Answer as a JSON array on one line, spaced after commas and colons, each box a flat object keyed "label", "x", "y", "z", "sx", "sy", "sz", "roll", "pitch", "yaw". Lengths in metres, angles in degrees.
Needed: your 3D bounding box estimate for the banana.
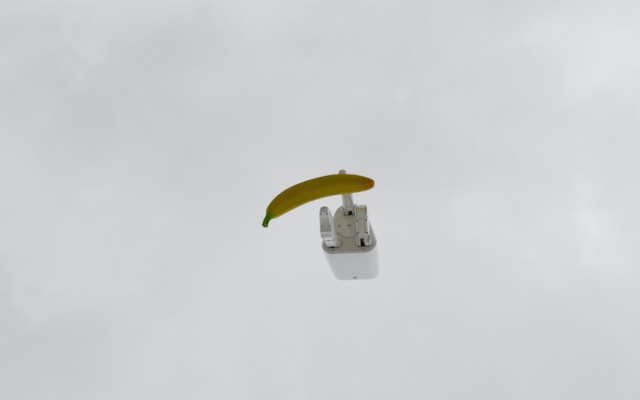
[{"label": "banana", "x": -0.009, "y": -0.009, "z": 0.800, "sx": 0.198, "sy": 0.069, "sz": 0.037, "roll": -22, "pitch": -41, "yaw": -6}]
